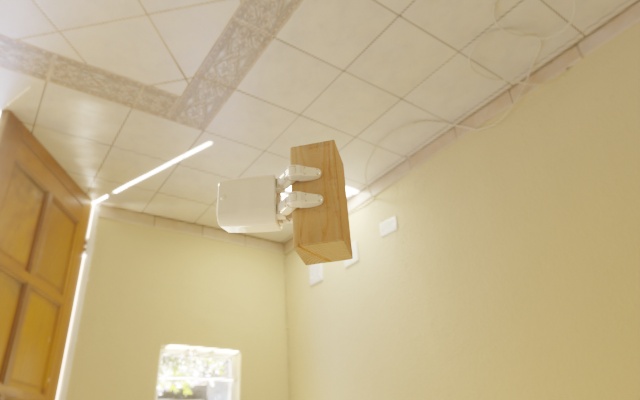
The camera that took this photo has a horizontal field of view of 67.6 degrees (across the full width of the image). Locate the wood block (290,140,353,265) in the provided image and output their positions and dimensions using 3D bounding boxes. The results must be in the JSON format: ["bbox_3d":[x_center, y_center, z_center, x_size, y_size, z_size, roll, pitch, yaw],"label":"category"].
[{"bbox_3d":[0.000,0.003,0.880,0.090,0.206,0.091,-9,-29,10],"label":"wood block"}]
